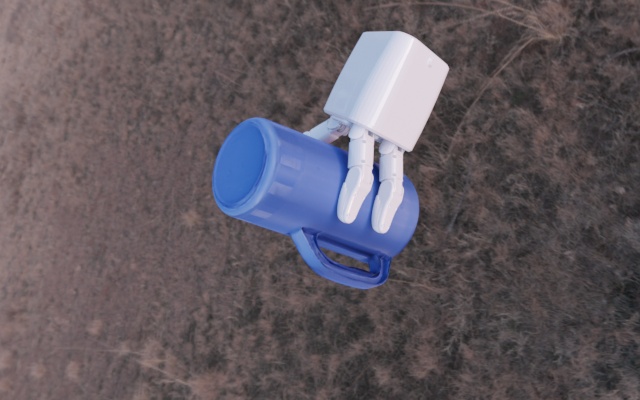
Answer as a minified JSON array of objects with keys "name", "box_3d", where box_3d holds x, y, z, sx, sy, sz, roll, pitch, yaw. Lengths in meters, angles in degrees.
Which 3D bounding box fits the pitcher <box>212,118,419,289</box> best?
[{"name":"pitcher","box_3d":[0.000,0.002,0.566,0.243,0.145,0.149,19,12,-43]}]
